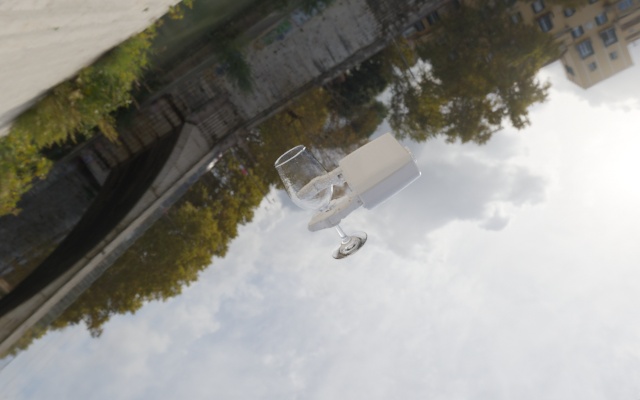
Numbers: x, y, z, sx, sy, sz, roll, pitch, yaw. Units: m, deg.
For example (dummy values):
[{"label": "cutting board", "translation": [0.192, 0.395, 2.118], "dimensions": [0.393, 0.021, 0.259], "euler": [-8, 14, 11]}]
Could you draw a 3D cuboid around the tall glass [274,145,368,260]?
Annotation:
[{"label": "tall glass", "translation": [0.000, 0.003, 0.824], "dimensions": [0.079, 0.201, 0.079], "euler": [-30, 19, 12]}]
